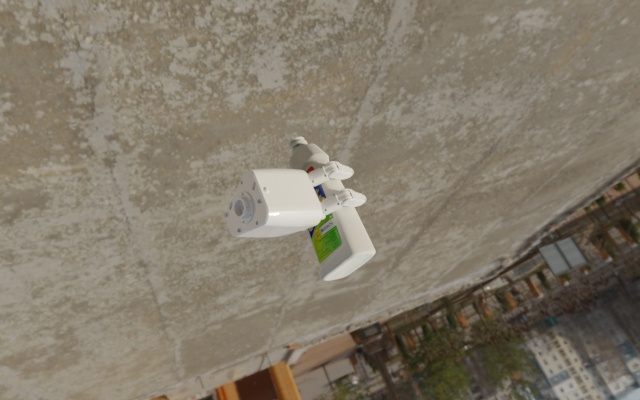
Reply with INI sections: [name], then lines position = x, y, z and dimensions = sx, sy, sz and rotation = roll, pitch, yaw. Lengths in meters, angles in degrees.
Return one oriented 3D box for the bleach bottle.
[bleach bottle]
position = 0.000, 0.003, 0.819
dimensions = 0.068, 0.250, 0.103
rotation = 0, -33, -44
